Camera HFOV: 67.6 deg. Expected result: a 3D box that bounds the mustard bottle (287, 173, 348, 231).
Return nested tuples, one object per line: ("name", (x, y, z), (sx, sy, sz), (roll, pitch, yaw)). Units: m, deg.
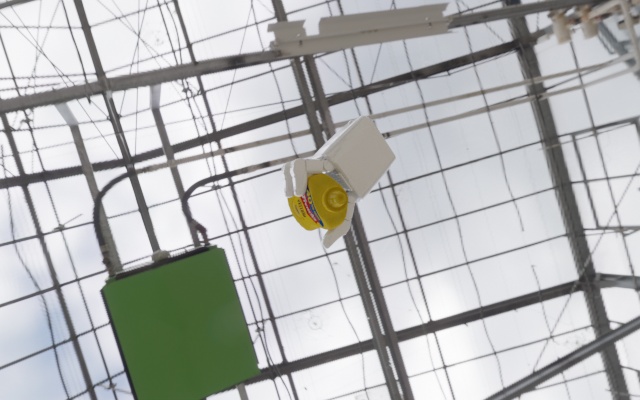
("mustard bottle", (0.000, 0.003, 0.807), (0.058, 0.096, 0.191), (-22, 4, -20))
